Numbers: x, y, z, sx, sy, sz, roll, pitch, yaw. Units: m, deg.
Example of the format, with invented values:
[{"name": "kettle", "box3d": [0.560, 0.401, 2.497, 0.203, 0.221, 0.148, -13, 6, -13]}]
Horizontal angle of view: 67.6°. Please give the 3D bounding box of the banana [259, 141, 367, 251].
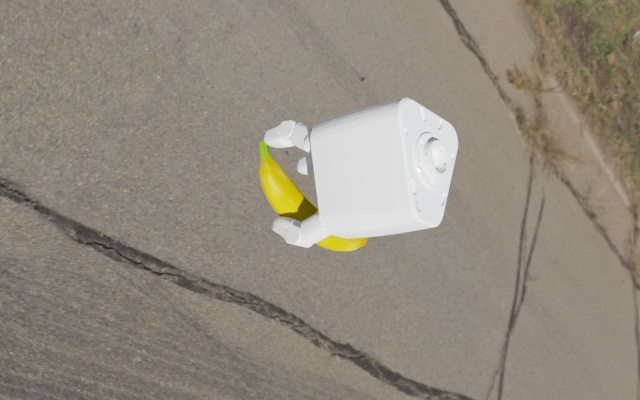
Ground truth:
[{"name": "banana", "box3d": [-0.009, 0.014, 0.571, 0.037, 0.069, 0.198, -12, -47, 45]}]
